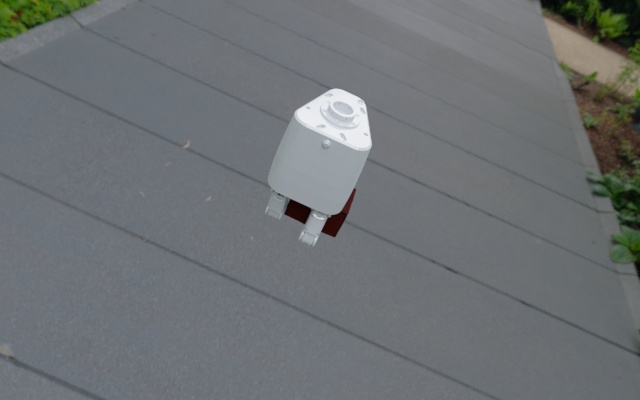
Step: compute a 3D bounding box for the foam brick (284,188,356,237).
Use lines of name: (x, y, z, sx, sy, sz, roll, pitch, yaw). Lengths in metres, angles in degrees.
foam brick: (0.000, 0.002, 0.632, 0.078, 0.051, 0.053, 25, 44, -2)
